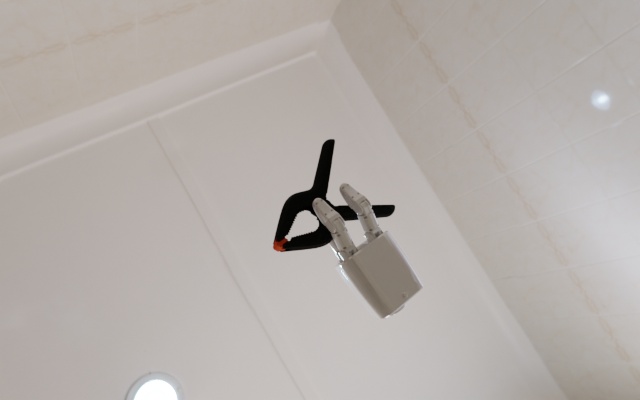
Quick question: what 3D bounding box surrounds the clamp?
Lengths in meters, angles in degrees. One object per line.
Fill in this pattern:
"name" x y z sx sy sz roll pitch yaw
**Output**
"clamp" 0.000 0.003 0.763 0.210 0.164 0.036 -33 -8 -26
